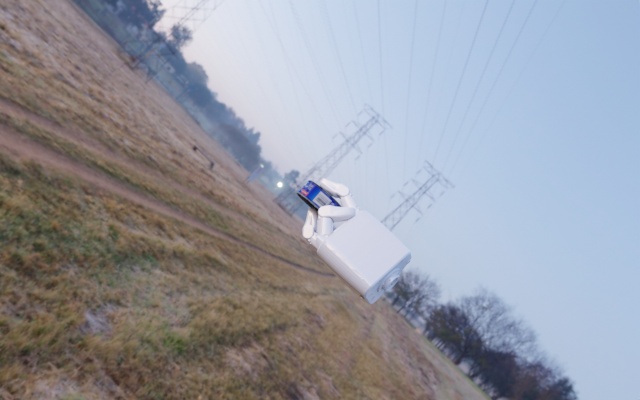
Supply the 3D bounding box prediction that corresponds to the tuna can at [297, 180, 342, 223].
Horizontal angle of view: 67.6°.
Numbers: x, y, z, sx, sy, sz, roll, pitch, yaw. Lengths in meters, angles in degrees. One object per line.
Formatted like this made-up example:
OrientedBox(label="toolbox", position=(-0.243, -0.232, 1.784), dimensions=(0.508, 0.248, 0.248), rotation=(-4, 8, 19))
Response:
OrientedBox(label="tuna can", position=(0.000, 0.002, 0.852), dimensions=(0.086, 0.034, 0.086), rotation=(41, -6, 5))
